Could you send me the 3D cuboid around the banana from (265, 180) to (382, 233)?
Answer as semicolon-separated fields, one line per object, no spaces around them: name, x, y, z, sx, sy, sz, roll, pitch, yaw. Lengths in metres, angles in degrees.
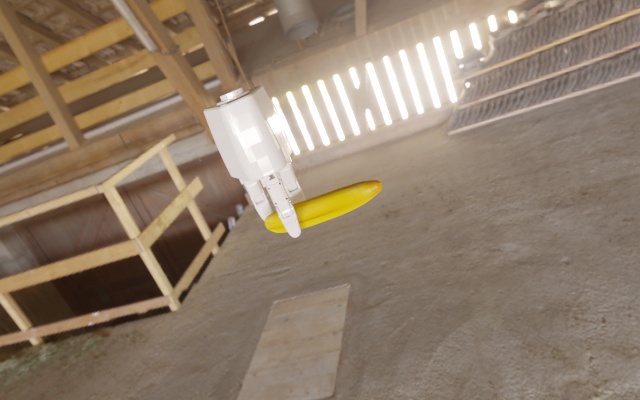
banana;-0.007;0.010;0.700;0.198;0.037;0.069;-17;17;18
